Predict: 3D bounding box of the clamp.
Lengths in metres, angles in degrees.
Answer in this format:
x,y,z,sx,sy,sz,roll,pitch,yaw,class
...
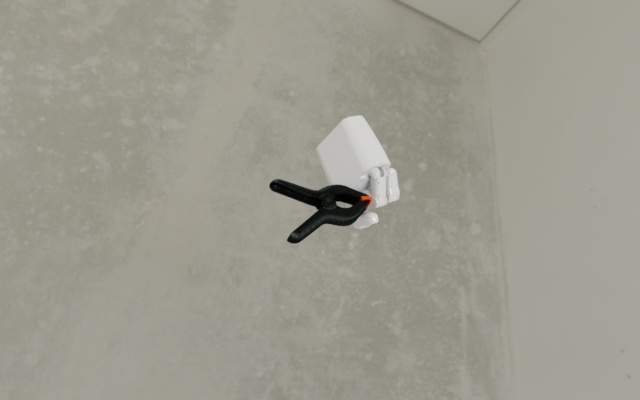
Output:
x,y,z,sx,sy,sz,roll,pitch,yaw,class
0.001,0.002,0.788,0.171,0.120,0.039,-12,-26,-31,clamp
